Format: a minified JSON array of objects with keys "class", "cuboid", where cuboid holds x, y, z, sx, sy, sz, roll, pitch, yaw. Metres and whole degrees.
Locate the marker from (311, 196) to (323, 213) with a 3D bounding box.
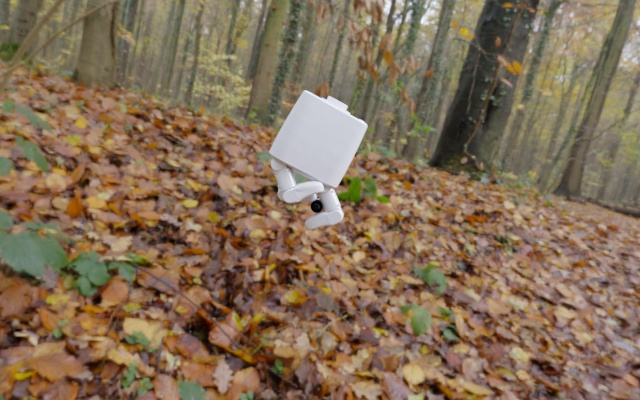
[{"class":"marker","cuboid":[0.000,0.003,0.763,0.020,0.020,0.121,0,7,6]}]
